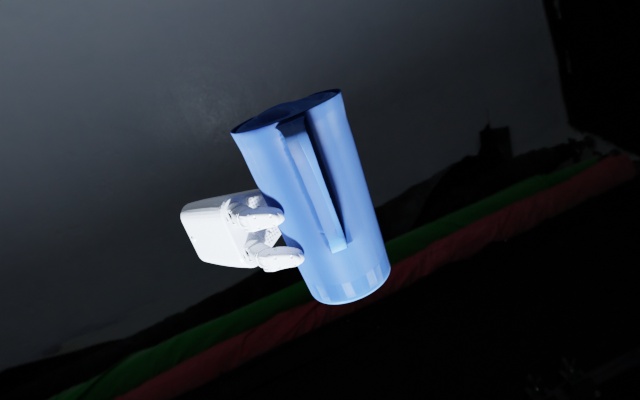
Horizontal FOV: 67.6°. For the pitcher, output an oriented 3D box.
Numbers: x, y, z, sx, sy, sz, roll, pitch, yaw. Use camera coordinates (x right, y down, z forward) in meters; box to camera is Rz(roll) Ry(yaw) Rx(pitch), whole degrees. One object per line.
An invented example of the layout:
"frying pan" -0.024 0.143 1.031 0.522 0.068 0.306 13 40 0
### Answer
"pitcher" 0.000 0.002 0.566 0.145 0.243 0.149 -5 24 41
